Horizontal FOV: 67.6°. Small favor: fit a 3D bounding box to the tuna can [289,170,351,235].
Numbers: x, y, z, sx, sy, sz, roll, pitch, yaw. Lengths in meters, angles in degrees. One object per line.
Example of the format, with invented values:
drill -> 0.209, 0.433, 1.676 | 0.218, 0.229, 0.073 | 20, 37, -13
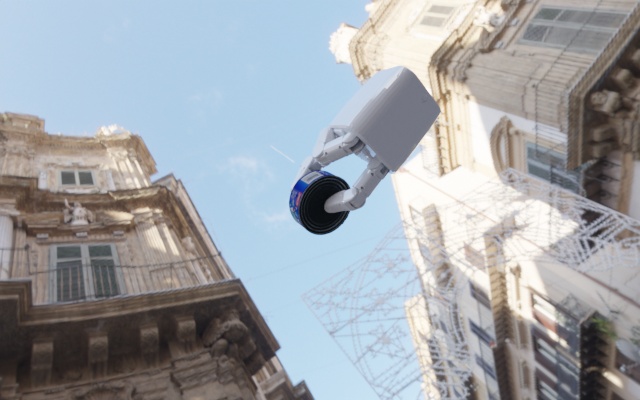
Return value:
tuna can -> 0.000, 0.002, 0.660 | 0.086, 0.086, 0.033 | 0, 18, -33
